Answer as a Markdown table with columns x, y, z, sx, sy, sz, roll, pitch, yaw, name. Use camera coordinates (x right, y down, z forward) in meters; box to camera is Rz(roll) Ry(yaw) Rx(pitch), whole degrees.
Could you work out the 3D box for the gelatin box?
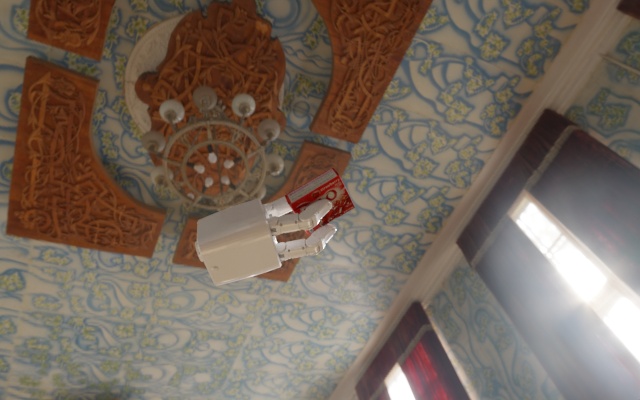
| x | y | z | sx | sy | sz | roll | pitch | yaw | name |
| --- | --- | --- | --- | --- | --- | --- | --- | --- | --- |
| 0.000 | 0.002 | 0.743 | 0.089 | 0.073 | 0.030 | -31 | 39 | -2 | gelatin box |
